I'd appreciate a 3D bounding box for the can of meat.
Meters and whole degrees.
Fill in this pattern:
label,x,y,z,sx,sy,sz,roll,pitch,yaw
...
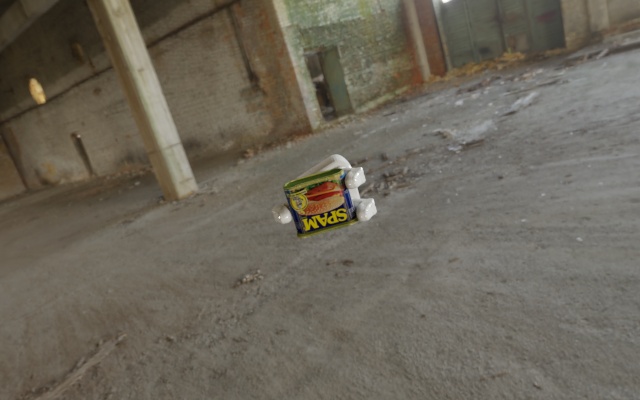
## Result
label,x,y,z,sx,sy,sz,roll,pitch,yaw
can of meat,0.000,0.002,0.746,0.102,0.084,0.057,-16,14,4
